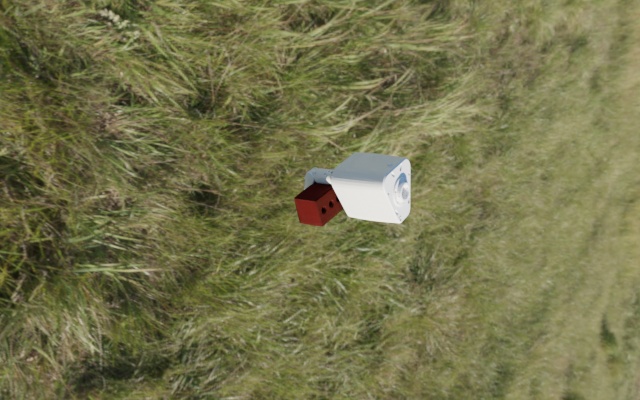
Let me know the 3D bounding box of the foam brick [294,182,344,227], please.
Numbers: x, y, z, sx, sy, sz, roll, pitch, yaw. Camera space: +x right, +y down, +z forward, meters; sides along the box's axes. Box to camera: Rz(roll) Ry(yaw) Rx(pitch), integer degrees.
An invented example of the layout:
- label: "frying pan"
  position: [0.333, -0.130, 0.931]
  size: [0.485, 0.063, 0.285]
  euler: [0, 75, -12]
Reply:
- label: "foam brick"
  position: [0.000, 0.003, 0.848]
  size: [0.051, 0.053, 0.078]
  euler: [10, 35, 38]
